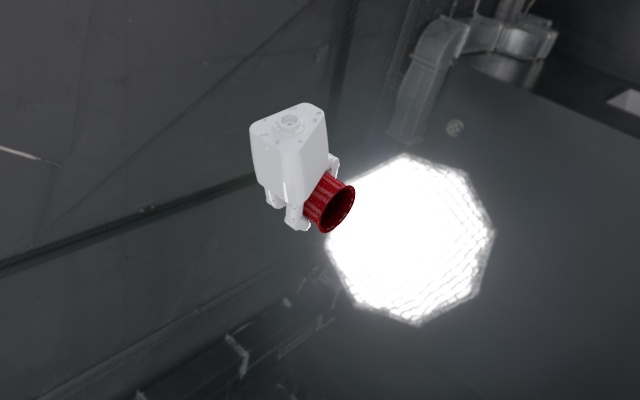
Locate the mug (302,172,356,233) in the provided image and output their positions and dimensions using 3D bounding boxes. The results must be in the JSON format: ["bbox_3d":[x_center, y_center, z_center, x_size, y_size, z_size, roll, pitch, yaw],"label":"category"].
[{"bbox_3d":[0.000,0.003,0.812,0.081,0.117,0.093,35,58,28],"label":"mug"}]
